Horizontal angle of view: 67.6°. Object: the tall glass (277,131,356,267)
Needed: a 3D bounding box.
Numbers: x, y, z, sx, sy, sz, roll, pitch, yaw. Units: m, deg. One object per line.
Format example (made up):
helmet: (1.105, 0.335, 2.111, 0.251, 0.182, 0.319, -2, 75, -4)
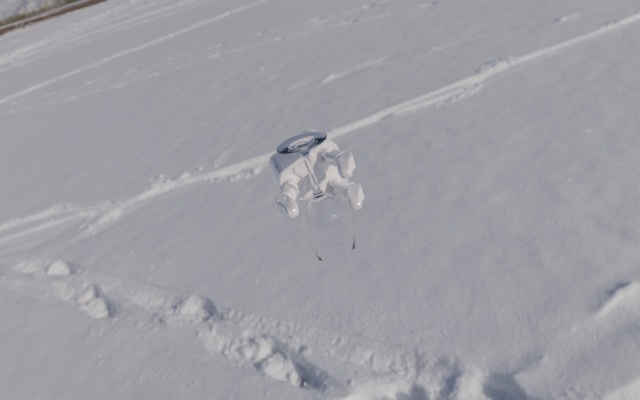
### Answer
tall glass: (0.000, 0.002, 0.719, 0.079, 0.201, 0.079, -14, 26, 7)
